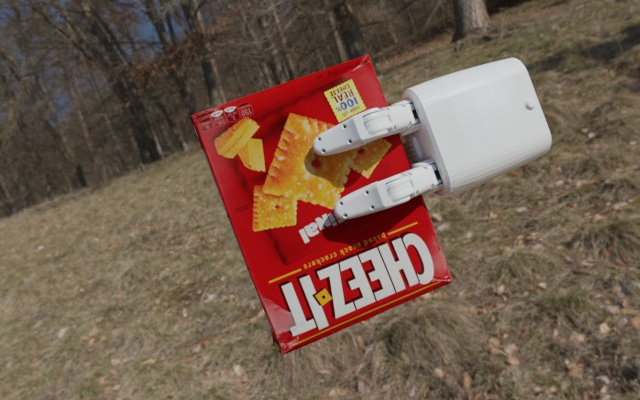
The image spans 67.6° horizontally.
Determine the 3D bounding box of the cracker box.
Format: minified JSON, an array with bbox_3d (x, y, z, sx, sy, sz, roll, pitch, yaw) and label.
[{"bbox_3d":[0.000,0.001,0.425,0.164,0.213,0.072,-21,0,-10],"label":"cracker box"}]
